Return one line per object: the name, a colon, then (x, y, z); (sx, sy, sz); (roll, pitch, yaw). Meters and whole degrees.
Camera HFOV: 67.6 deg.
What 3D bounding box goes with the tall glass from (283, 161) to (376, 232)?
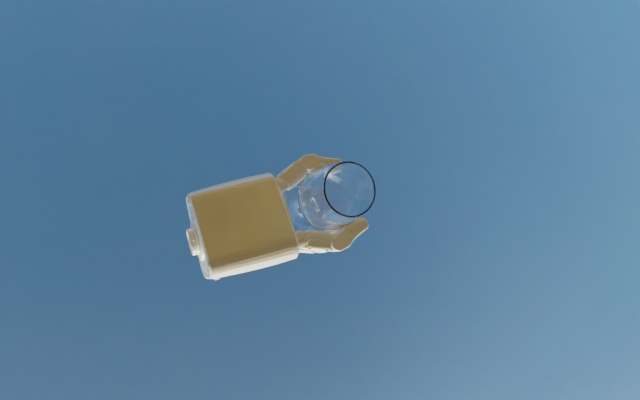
tall glass: (0.000, 0.002, 0.608); (0.079, 0.079, 0.201); (0, -8, -19)
